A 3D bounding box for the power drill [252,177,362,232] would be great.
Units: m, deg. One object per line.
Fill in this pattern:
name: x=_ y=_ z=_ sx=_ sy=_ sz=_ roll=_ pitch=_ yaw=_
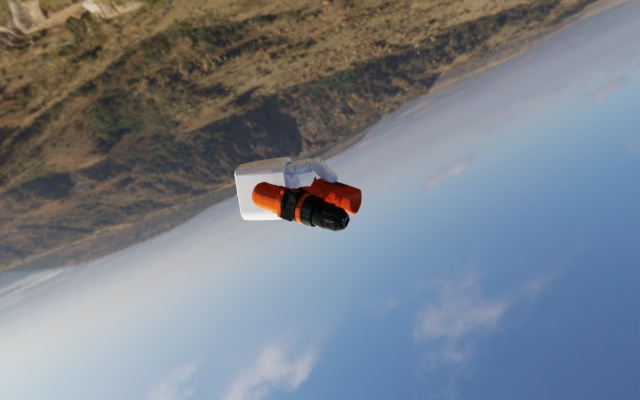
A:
power drill: x=0.000 y=0.003 z=0.845 sx=0.184 sy=0.057 sz=0.187 roll=19 pitch=14 yaw=28
